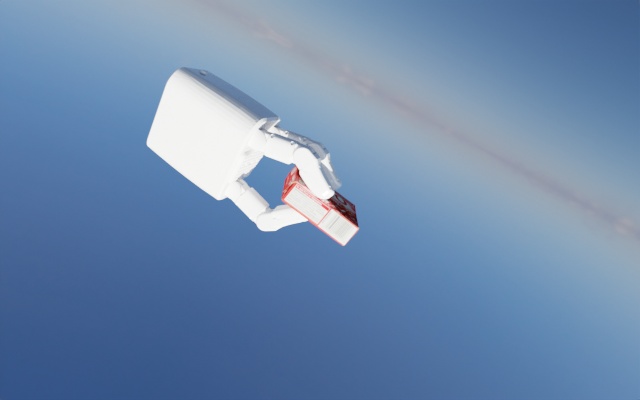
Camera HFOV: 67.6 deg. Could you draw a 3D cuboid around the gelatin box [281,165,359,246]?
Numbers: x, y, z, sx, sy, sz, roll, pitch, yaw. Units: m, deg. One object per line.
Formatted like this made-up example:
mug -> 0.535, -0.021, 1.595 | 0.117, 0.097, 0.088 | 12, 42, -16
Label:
gelatin box -> 0.000, 0.002, 0.536 | 0.089, 0.030, 0.073 | 37, 15, -11
